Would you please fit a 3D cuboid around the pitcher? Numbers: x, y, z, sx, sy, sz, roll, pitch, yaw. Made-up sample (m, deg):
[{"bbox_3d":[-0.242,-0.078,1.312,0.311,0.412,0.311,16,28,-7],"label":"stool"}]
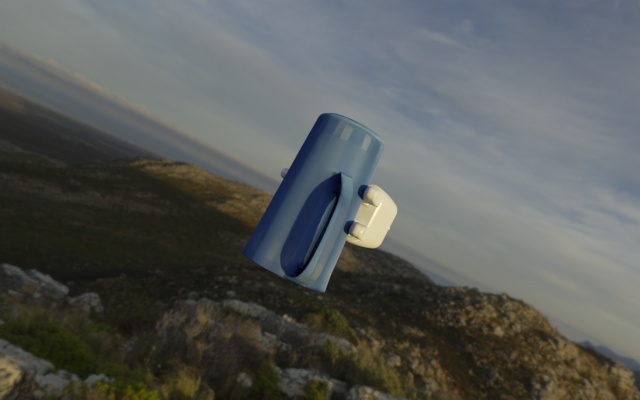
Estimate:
[{"bbox_3d":[0.000,0.002,0.689,0.149,0.243,0.145,25,-2,27],"label":"pitcher"}]
